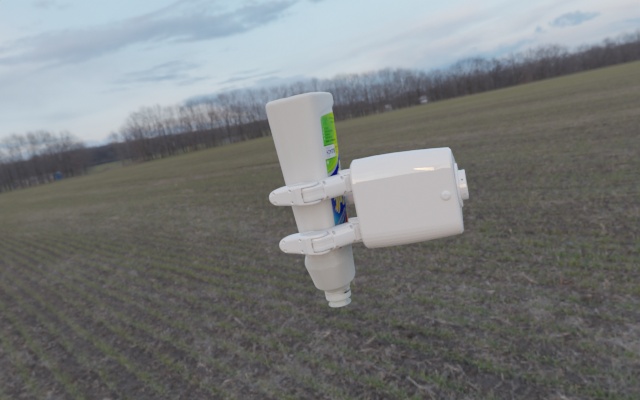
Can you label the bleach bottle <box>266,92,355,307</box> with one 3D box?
[{"bbox_3d":[0.000,0.002,0.571,0.068,0.251,0.102,-9,10,17],"label":"bleach bottle"}]
